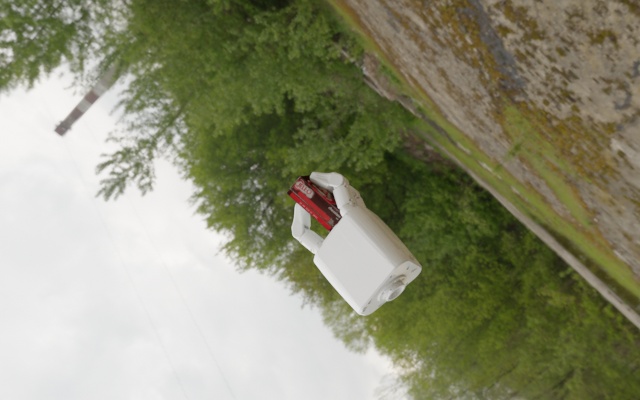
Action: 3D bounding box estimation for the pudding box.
[{"bbox_3d":[0.000,0.003,0.736,0.090,0.039,0.113,43,6,3],"label":"pudding box"}]
